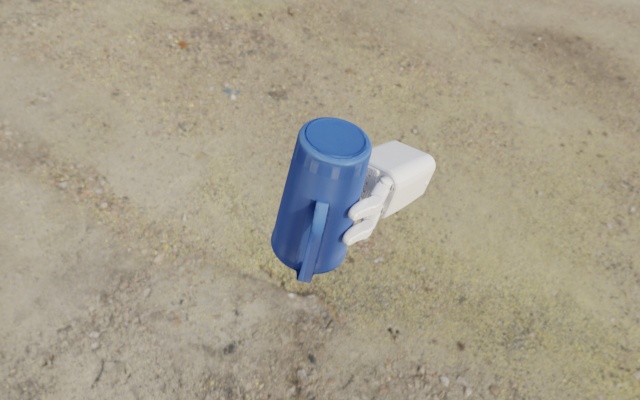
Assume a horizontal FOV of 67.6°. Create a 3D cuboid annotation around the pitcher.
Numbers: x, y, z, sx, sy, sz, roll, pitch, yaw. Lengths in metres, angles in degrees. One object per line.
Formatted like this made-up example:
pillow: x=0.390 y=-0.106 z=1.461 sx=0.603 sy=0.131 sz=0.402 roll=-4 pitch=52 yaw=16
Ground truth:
pitcher: x=0.000 y=0.002 z=0.745 sx=0.145 sy=0.243 sz=0.149 roll=-23 pitch=55 yaw=-32
